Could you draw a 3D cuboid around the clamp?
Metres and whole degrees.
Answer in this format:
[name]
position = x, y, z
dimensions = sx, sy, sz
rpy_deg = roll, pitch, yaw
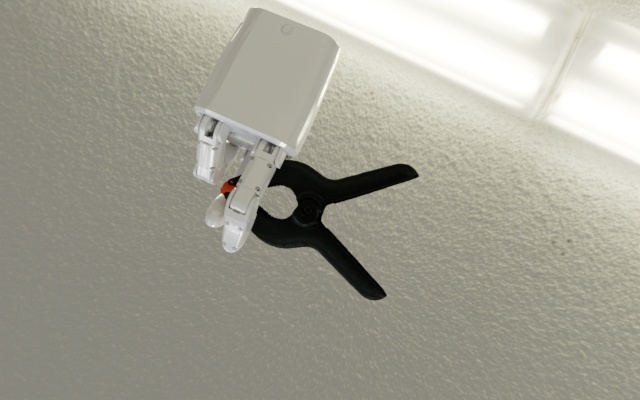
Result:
[clamp]
position = 0.000, 0.002, 0.424
dimensions = 0.171, 0.120, 0.039
rpy_deg = 24, -6, 6
